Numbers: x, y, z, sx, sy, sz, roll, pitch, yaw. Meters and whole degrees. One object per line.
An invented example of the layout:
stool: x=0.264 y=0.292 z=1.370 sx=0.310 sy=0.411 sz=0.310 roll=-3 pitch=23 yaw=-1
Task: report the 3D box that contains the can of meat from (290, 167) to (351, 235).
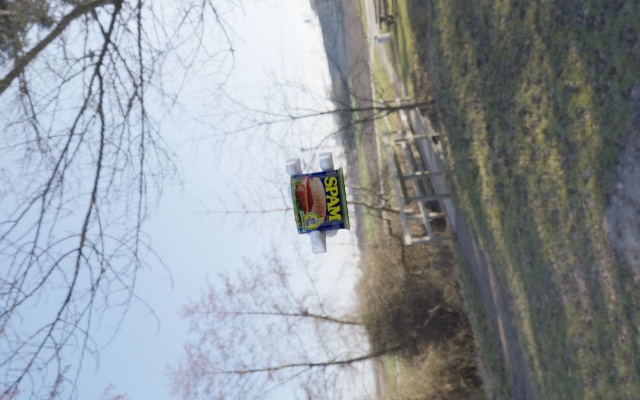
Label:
can of meat: x=0.000 y=0.003 z=0.768 sx=0.084 sy=0.102 sz=0.057 roll=-7 pitch=-5 yaw=6
